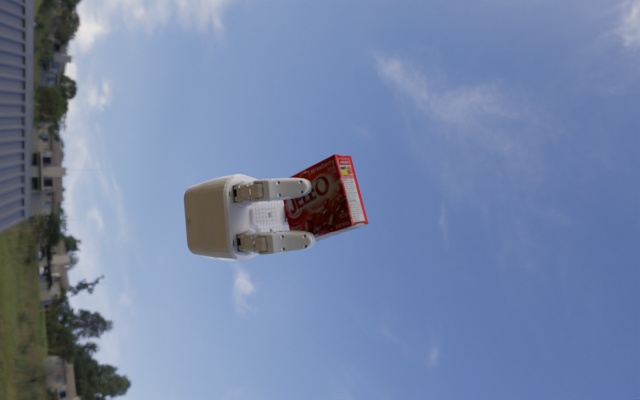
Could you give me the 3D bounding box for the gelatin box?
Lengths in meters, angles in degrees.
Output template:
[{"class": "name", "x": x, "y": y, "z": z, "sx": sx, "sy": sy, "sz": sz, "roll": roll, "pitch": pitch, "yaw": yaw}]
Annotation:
[{"class": "gelatin box", "x": 0.001, "y": 0.002, "z": 0.494, "sx": 0.089, "sy": 0.073, "sz": 0.030, "roll": -22, "pitch": -13, "yaw": 41}]
